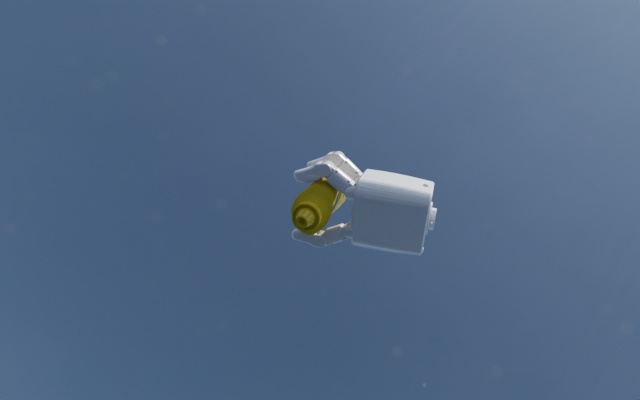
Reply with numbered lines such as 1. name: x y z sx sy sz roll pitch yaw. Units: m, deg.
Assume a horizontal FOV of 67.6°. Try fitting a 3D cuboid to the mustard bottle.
1. mustard bottle: 0.000 0.002 0.733 0.058 0.096 0.191 33 23 4
